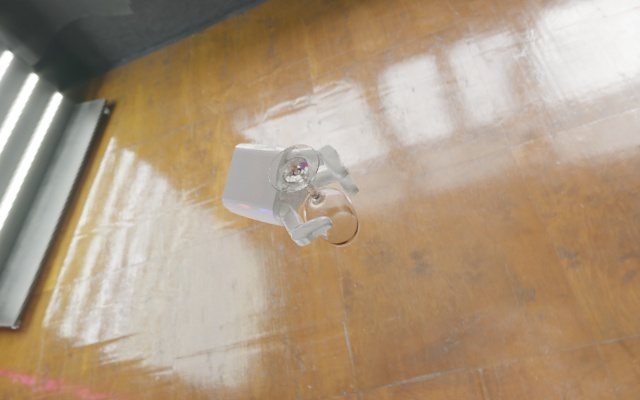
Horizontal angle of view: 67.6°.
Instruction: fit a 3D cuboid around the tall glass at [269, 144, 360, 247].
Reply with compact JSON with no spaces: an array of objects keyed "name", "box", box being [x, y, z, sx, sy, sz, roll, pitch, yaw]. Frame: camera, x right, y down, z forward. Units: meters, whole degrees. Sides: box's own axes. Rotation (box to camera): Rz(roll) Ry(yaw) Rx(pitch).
[{"name":"tall glass","box":[0.000,0.002,0.714,0.079,0.079,0.201,0,-28,25]}]
